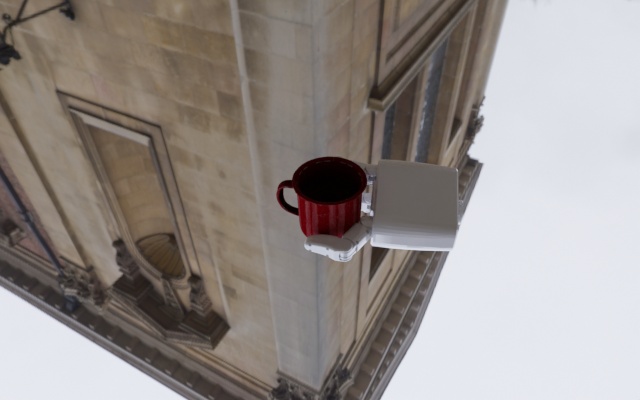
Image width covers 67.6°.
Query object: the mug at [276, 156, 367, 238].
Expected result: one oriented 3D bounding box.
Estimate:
[{"bbox_3d":[-0.001,0.002,0.617,0.117,0.082,0.093,6,43,8],"label":"mug"}]
